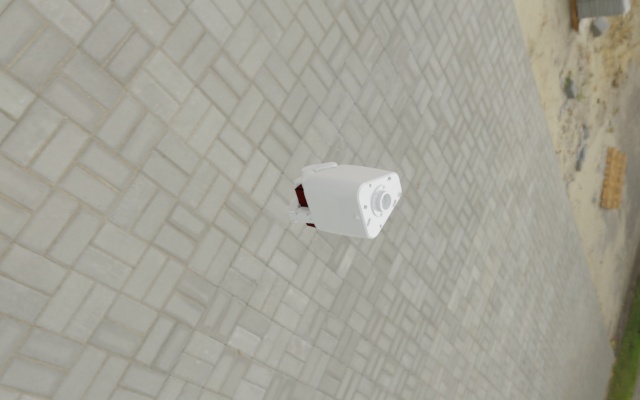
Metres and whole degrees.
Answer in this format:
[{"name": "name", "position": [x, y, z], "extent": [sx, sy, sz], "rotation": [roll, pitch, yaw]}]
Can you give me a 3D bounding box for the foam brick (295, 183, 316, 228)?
[{"name": "foam brick", "position": [0.000, 0.003, 0.808], "extent": [0.051, 0.078, 0.053], "rotation": [10, 38, 41]}]
